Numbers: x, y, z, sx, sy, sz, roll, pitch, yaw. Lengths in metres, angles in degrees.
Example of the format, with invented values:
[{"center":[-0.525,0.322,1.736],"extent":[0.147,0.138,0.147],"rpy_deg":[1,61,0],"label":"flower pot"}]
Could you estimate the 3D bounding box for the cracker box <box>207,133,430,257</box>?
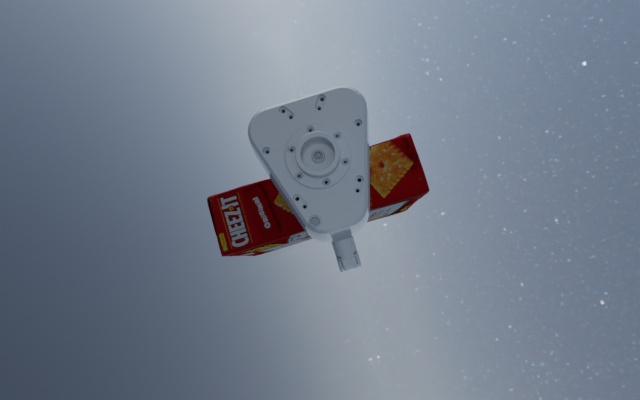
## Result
[{"center":[0.000,0.002,0.544],"extent":[0.214,0.072,0.164],"rpy_deg":[-17,-7,1],"label":"cracker box"}]
